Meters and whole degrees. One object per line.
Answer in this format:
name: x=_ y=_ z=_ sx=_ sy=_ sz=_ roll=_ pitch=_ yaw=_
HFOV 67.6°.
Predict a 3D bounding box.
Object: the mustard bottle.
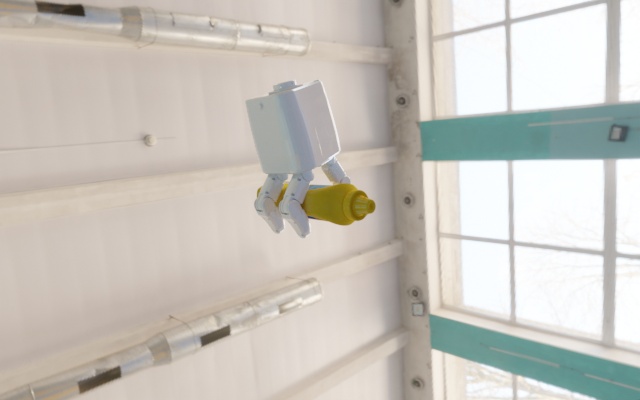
mustard bottle: x=0.000 y=0.003 z=0.679 sx=0.096 sy=0.058 sz=0.191 roll=4 pitch=0 yaw=-43
